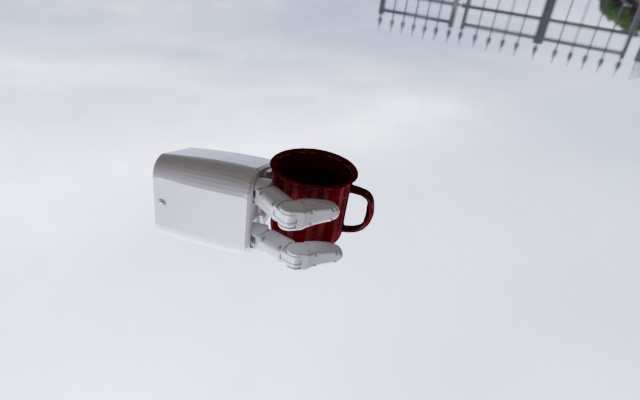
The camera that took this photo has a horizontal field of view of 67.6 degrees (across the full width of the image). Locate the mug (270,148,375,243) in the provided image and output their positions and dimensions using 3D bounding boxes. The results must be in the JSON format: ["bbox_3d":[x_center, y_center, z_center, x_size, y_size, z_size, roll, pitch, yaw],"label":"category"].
[{"bbox_3d":[0.001,0.002,0.515,0.117,0.081,0.093,13,30,7],"label":"mug"}]
